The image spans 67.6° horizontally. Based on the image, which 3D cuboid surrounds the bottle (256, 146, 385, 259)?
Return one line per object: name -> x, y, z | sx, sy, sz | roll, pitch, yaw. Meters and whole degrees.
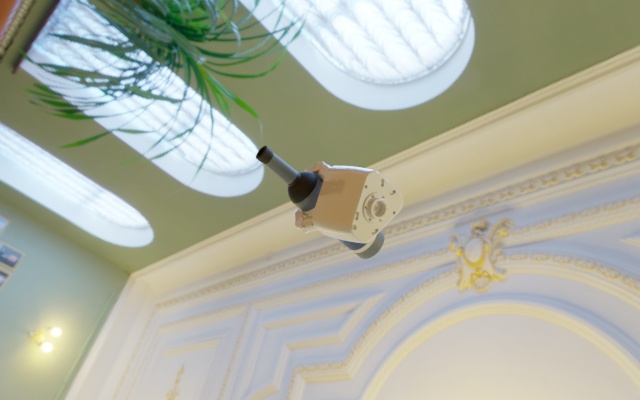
bottle -> 0.000, 0.003, 0.859 | 0.296, 0.069, 0.069 | 40, -22, -29
